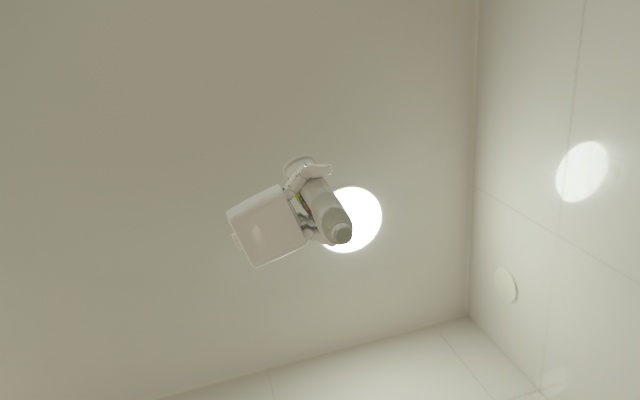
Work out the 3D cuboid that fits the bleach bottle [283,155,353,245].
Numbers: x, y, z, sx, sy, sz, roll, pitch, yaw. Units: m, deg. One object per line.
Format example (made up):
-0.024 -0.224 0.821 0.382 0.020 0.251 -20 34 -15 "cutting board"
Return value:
0.000 0.003 0.837 0.068 0.103 0.250 -26 26 -5 "bleach bottle"
